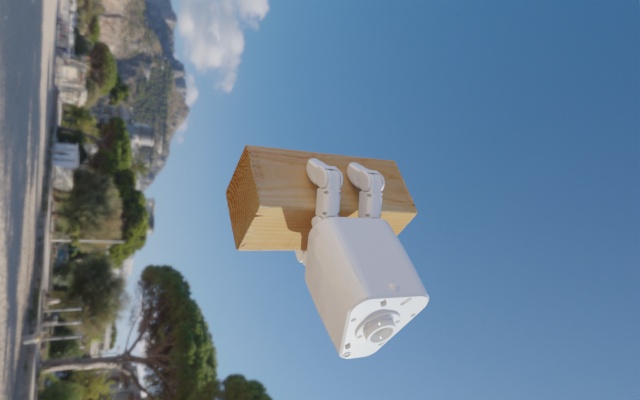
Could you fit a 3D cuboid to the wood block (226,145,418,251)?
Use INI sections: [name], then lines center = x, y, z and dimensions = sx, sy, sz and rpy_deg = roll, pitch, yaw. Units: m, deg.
[wood block]
center = 0.000, 0.002, 0.587
dimensions = 0.206, 0.090, 0.091
rpy_deg = 3, -40, -28
